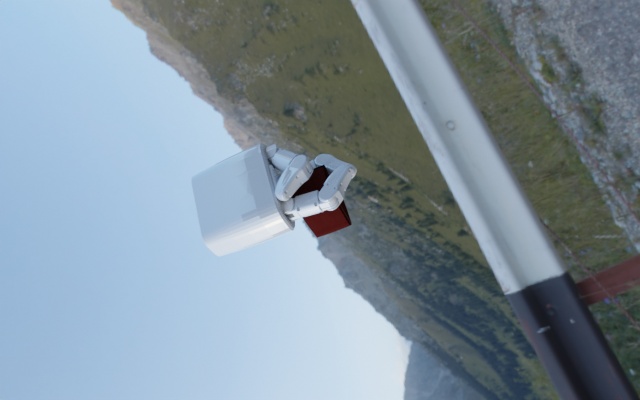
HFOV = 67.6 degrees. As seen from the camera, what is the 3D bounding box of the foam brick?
[{"bbox_3d":[0.000,0.002,0.627,0.051,0.053,0.078,-23,-42,8],"label":"foam brick"}]
